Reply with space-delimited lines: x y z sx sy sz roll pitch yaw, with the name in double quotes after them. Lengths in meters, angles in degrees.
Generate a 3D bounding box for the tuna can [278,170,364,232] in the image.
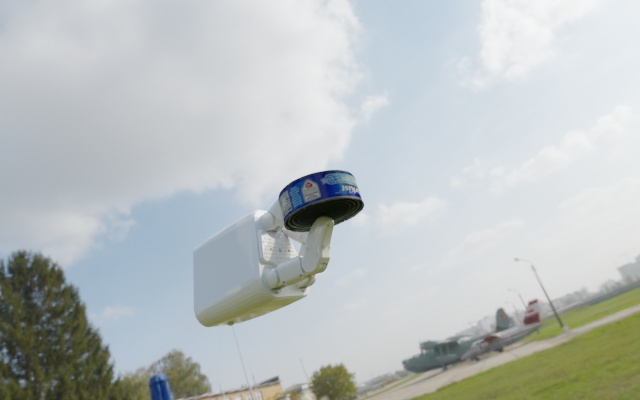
0.000 0.001 0.499 0.086 0.033 0.086 -14 -20 -5 "tuna can"
